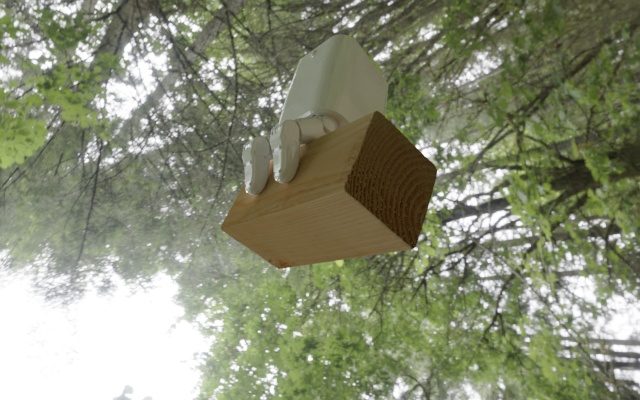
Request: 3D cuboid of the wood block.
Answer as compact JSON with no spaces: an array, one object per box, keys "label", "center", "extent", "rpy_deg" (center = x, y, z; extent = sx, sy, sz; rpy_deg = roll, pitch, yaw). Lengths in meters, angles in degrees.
[{"label":"wood block","center":[0.000,0.001,0.479],"extent":[0.091,0.090,0.206],"rpy_deg":[38,-32,-25]}]
